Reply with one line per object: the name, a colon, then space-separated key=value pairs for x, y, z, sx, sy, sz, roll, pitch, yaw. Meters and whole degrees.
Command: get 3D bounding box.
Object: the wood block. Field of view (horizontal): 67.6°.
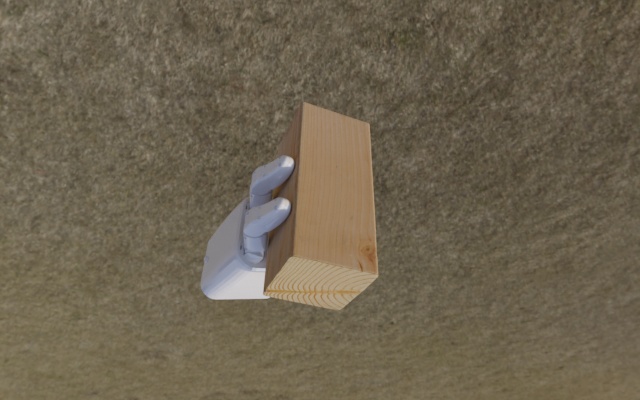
wood block: x=0.000 y=0.002 z=0.529 sx=0.091 sy=0.206 sz=0.090 roll=15 pitch=-39 yaw=-18
